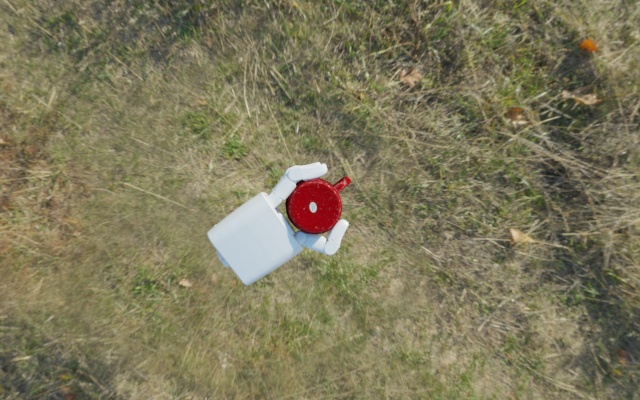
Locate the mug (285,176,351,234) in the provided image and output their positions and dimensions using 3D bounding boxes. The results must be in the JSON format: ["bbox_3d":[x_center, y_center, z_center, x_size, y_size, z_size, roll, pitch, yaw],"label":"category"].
[{"bbox_3d":[0.001,0.002,0.747,0.117,0.093,0.081,-36,3,-1],"label":"mug"}]
